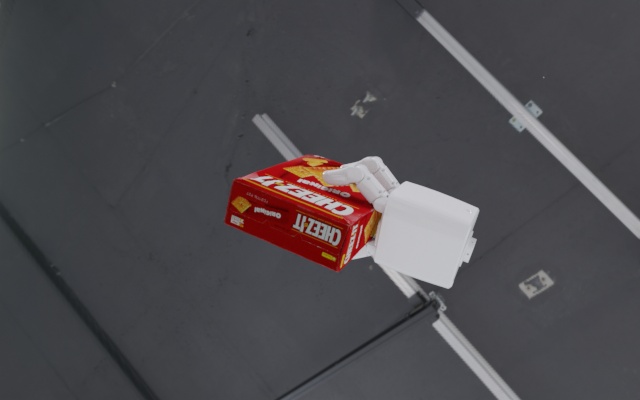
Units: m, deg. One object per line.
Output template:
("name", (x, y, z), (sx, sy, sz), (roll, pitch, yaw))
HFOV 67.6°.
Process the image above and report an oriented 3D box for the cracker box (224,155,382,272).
("cracker box", (0.000, 0.002, 0.658), (0.164, 0.072, 0.213), (20, 21, 19))
